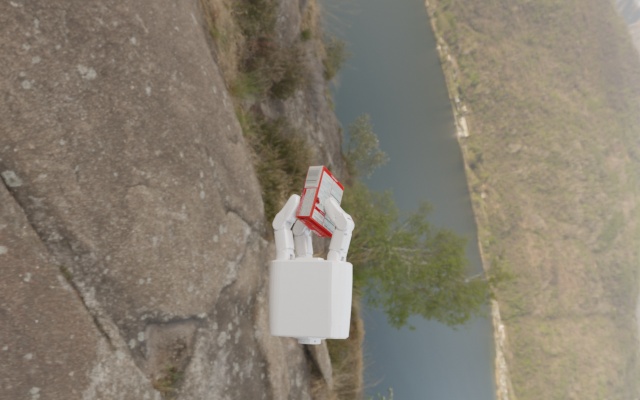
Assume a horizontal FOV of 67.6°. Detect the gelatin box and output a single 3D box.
[{"bbox_3d":[0.001,0.002,0.728,0.030,0.089,0.073,1,-25,31],"label":"gelatin box"}]
